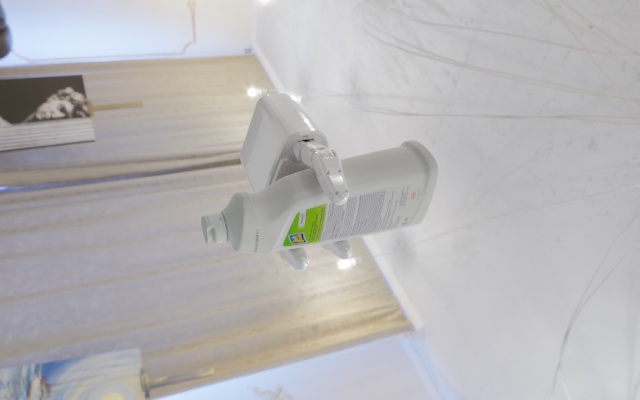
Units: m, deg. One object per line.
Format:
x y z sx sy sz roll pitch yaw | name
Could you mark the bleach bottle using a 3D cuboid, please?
0.000 0.002 0.514 0.251 0.103 0.068 -10 41 -22 | bleach bottle
